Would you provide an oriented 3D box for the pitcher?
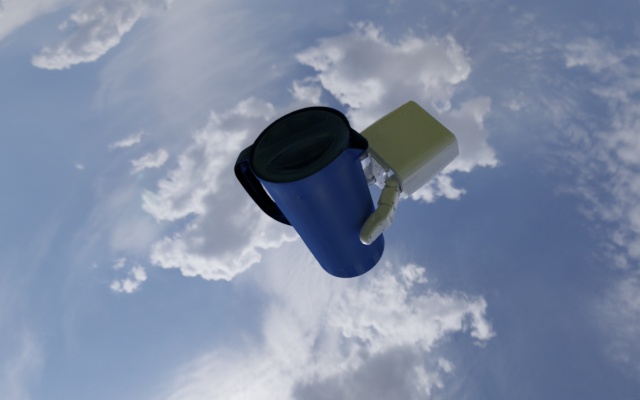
[{"bbox_3d":[0.000,0.002,0.663,0.145,0.243,0.149,-38,45,-11],"label":"pitcher"}]
